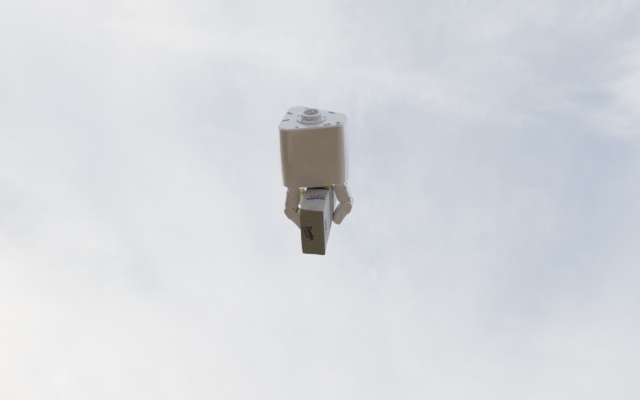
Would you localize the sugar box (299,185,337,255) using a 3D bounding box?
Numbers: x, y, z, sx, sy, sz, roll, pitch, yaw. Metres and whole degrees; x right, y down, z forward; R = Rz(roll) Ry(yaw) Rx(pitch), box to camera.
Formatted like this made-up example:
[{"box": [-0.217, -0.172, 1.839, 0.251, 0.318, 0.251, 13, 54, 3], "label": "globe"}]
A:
[{"box": [0.000, 0.002, 0.827, 0.048, 0.093, 0.176, 5, 35, 10], "label": "sugar box"}]
